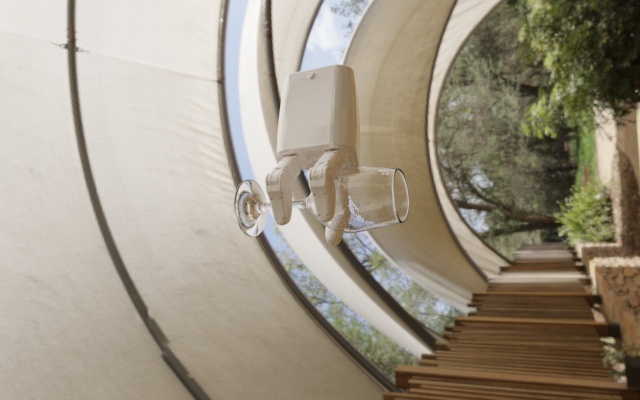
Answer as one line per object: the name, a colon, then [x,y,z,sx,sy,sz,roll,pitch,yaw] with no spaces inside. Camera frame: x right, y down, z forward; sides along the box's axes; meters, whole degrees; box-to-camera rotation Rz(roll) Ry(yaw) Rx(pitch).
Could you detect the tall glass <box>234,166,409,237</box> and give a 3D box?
tall glass: [-0.001,0.002,0.572,0.201,0.079,0.079,-4,-2,25]
